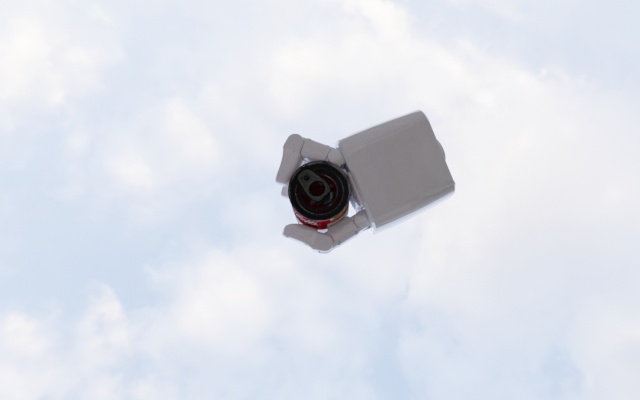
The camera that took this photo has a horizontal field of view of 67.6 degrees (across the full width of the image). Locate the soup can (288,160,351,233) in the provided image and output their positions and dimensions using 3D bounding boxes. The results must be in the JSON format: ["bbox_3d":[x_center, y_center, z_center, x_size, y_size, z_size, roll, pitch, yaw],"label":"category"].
[{"bbox_3d":[0.000,0.002,0.557,0.068,0.068,0.102,0,-15,1],"label":"soup can"}]
